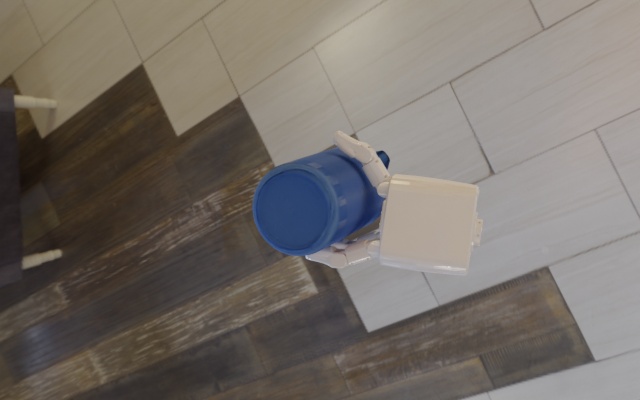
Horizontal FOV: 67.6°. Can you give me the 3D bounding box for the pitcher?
[{"bbox_3d":[0.000,0.002,0.647,0.145,0.149,0.243,10,11,18],"label":"pitcher"}]
